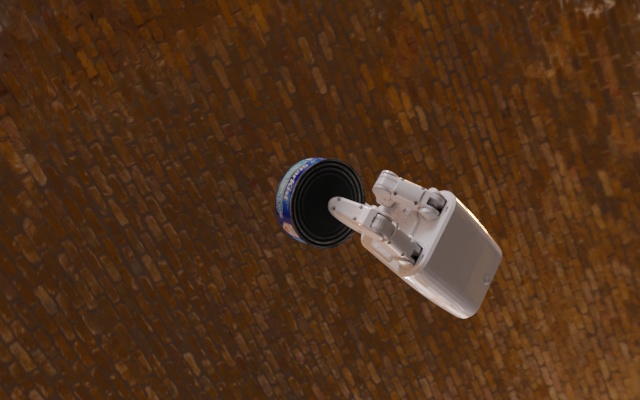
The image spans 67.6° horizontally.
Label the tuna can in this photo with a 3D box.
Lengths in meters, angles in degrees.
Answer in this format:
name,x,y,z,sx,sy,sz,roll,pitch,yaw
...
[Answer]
name,x,y,z,sx,sy,sz,roll,pitch,yaw
tuna can,0.000,0.001,0.460,0.086,0.086,0.033,0,8,-34
